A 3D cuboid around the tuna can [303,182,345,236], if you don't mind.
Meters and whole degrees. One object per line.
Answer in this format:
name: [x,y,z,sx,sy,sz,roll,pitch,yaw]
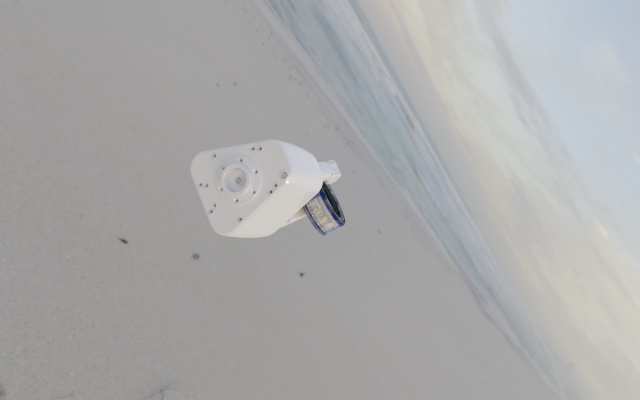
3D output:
tuna can: [0.001,0.002,0.645,0.034,0.086,0.086,-28,-5,10]
